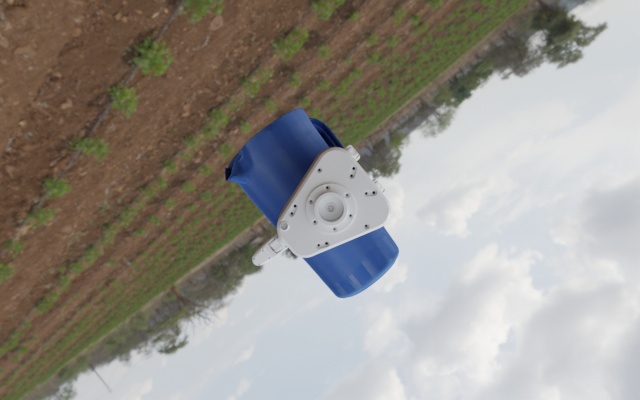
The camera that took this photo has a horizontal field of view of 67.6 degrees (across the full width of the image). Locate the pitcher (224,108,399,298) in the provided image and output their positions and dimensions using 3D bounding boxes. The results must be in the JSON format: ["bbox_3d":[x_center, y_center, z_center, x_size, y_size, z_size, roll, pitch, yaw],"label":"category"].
[{"bbox_3d":[0.000,0.002,0.650,0.149,0.243,0.145,-38,2,3],"label":"pitcher"}]
